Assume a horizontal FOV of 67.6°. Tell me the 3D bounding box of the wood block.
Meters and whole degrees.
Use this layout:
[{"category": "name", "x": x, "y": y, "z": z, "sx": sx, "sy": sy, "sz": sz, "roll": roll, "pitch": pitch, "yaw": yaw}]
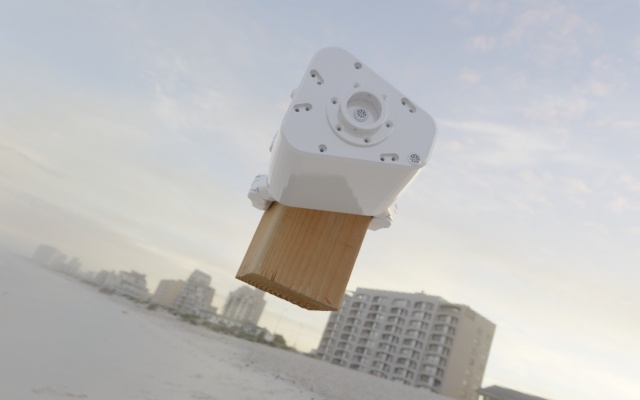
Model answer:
[{"category": "wood block", "x": 0.001, "y": 0.002, "z": 0.499, "sx": 0.091, "sy": 0.206, "sz": 0.090, "roll": 27, "pitch": -20, "yaw": -14}]
